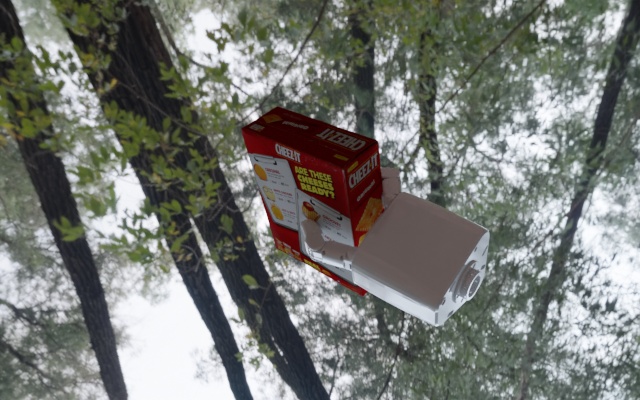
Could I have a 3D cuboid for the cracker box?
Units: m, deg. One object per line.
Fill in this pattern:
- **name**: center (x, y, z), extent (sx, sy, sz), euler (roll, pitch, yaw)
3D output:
- **cracker box**: center (0.000, 0.002, 0.612), extent (0.164, 0.214, 0.072), euler (25, 51, 34)
